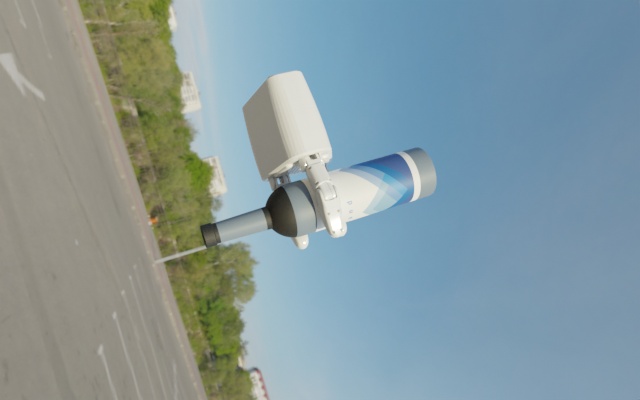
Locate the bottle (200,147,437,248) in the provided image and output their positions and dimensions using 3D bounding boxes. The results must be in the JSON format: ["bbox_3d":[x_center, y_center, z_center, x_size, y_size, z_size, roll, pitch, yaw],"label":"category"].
[{"bbox_3d":[0.000,0.002,0.591,0.295,0.069,0.069,-17,5,-17],"label":"bottle"}]
